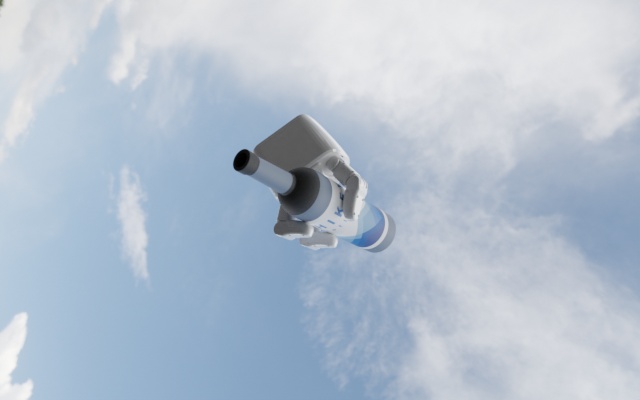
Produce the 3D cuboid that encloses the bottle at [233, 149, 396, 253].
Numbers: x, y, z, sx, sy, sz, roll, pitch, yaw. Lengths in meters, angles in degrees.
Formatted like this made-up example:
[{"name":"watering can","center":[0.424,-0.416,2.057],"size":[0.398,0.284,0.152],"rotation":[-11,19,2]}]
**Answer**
[{"name":"bottle","center":[0.000,0.002,0.642],"size":[0.069,0.069,0.296],"rotation":[0,-19,40]}]
